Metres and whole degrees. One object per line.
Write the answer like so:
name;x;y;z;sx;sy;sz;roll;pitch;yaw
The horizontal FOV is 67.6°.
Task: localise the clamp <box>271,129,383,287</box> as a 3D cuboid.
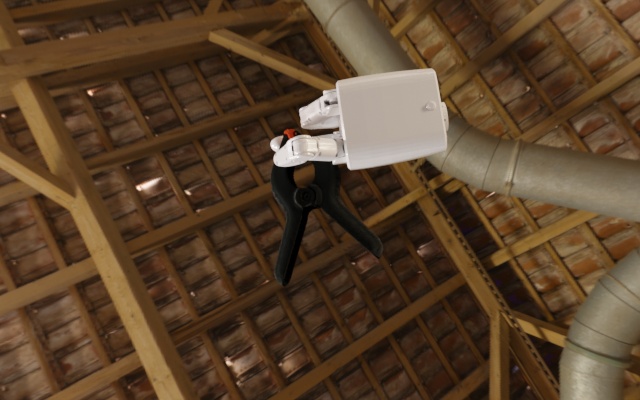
clamp;0.000;0.002;0.523;0.120;0.171;0.039;-8;-9;6
